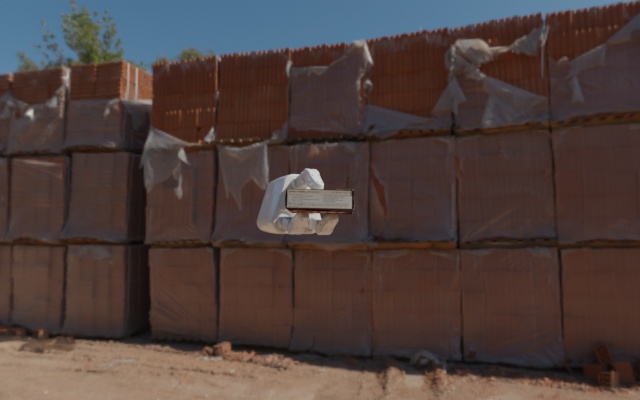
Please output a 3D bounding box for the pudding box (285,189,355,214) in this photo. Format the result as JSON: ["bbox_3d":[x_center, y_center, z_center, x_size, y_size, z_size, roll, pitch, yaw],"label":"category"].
[{"bbox_3d":[0.000,0.002,0.804,0.113,0.039,0.090,-1,-5,2],"label":"pudding box"}]
